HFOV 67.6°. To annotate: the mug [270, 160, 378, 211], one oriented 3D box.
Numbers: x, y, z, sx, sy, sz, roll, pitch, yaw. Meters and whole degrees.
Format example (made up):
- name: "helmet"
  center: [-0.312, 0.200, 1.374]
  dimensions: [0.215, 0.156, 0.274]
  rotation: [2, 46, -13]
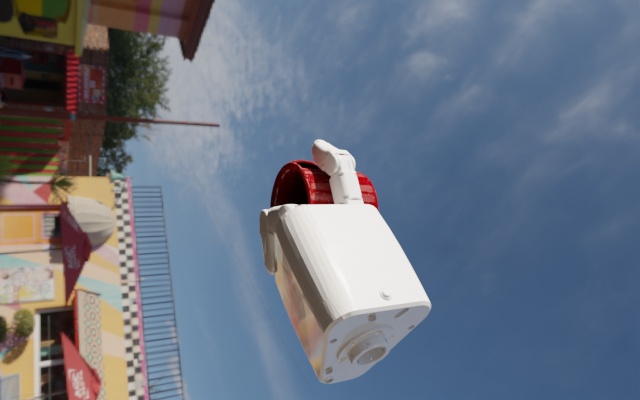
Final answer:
- name: "mug"
  center: [0.000, 0.001, 0.492]
  dimensions: [0.081, 0.093, 0.117]
  rotation: [1, 43, -29]
